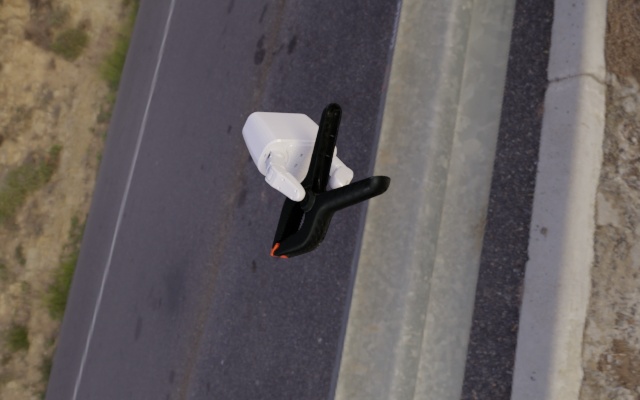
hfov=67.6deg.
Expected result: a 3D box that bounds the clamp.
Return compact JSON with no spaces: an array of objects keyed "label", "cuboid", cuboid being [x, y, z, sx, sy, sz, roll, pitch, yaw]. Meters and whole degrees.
[{"label":"clamp","cuboid":[-0.001,0.002,0.594,0.036,0.210,0.164,14,26,-34]}]
